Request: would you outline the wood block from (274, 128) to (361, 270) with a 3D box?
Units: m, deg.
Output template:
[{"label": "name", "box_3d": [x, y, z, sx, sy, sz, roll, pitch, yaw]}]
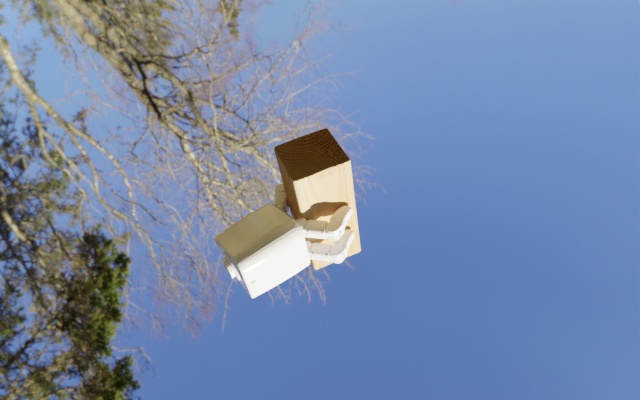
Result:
[{"label": "wood block", "box_3d": [0.000, 0.003, 0.762, 0.090, 0.206, 0.090, -22, 47, -11]}]
